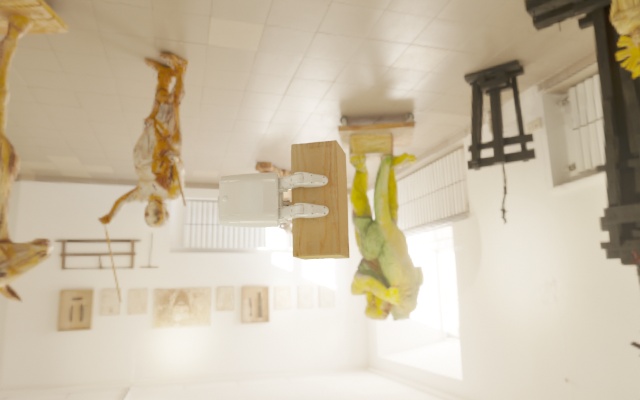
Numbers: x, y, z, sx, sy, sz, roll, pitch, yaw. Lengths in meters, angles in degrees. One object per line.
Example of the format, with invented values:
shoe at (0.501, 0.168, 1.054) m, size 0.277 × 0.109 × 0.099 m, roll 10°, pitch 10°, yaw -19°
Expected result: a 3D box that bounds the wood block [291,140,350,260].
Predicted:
wood block at (0.000, 0.003, 0.886) m, size 0.090 × 0.206 × 0.091 m, roll -4°, pitch -12°, yaw 13°
